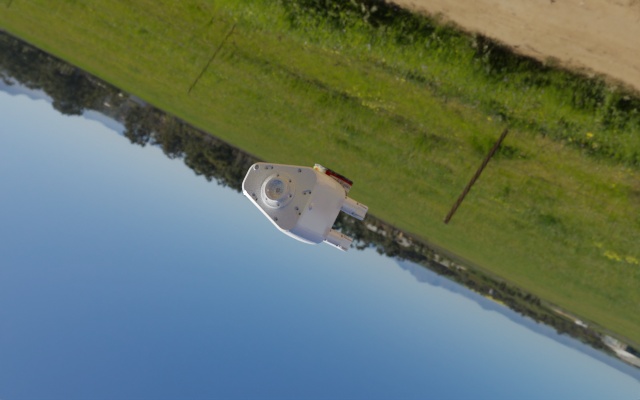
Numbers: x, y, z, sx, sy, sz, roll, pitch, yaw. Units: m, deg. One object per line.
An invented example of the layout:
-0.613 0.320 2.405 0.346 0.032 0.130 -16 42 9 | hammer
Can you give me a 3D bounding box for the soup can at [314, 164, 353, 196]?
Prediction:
0.000 0.003 0.756 0.068 0.102 0.068 26 -2 1 | soup can
